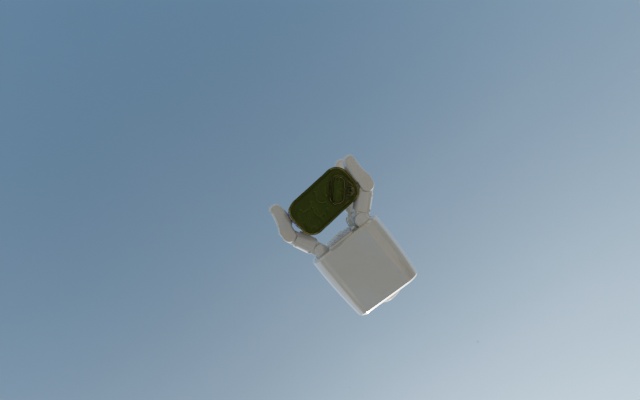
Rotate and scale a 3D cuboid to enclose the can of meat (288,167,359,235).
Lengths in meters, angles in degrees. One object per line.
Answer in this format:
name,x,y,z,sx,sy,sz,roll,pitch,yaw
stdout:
can of meat,0.000,0.002,0.698,0.102,0.057,0.084,-43,3,-7
